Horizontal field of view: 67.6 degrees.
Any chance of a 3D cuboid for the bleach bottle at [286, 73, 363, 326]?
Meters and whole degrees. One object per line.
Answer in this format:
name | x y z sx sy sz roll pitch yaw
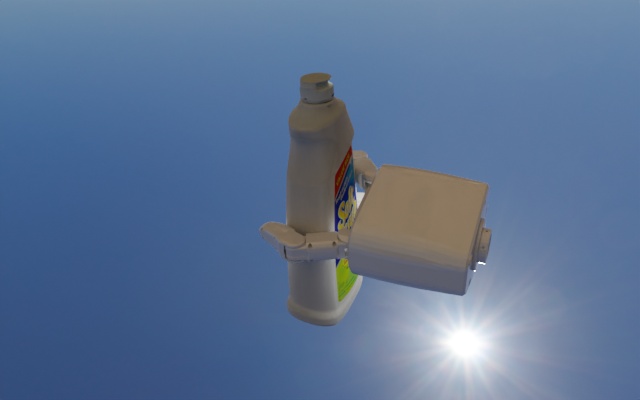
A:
bleach bottle | 0.000 0.002 0.482 0.068 0.251 0.102 11 35 24
